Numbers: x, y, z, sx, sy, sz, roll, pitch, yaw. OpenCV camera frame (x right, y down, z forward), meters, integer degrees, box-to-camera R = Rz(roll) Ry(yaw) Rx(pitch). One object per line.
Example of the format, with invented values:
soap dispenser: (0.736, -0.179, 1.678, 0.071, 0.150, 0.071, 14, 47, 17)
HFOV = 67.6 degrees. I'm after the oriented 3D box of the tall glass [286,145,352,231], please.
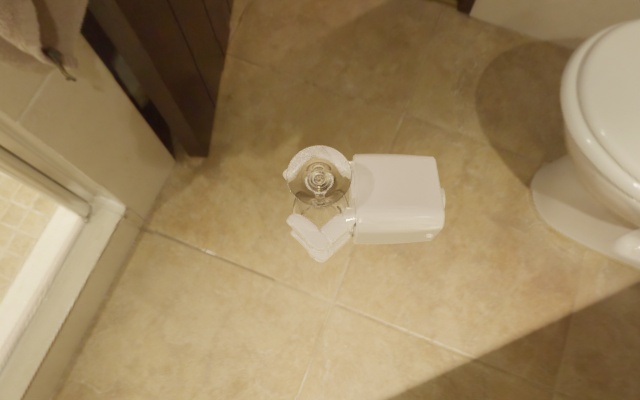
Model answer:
tall glass: (0.000, 0.002, 0.629, 0.079, 0.079, 0.201, 0, -18, 0)
